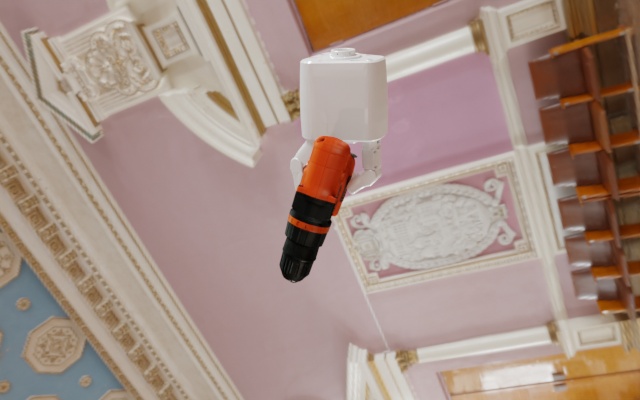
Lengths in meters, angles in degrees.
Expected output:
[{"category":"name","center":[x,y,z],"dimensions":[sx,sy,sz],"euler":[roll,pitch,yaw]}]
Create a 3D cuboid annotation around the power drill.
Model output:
[{"category":"power drill","center":[0.000,0.002,0.641],"dimensions":[0.057,0.184,0.187],"euler":[20,12,2]}]
